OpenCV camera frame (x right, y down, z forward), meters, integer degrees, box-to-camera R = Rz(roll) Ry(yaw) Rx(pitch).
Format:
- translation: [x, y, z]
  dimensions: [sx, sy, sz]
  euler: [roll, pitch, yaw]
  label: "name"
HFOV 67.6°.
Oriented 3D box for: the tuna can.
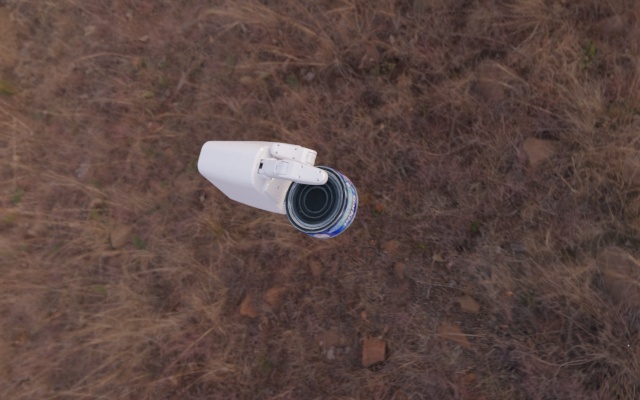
- translation: [0.000, 0.002, 0.580]
  dimensions: [0.086, 0.086, 0.034]
  euler: [0, -13, 27]
  label: "tuna can"
